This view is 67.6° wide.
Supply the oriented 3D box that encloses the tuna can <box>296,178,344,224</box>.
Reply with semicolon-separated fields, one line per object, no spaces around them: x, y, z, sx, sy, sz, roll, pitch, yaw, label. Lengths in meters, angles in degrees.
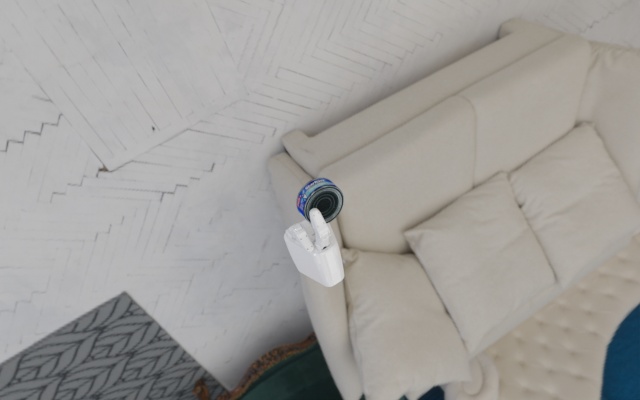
0.000;0.003;0.889;0.086;0.086;0.033;0;27;-31;tuna can
